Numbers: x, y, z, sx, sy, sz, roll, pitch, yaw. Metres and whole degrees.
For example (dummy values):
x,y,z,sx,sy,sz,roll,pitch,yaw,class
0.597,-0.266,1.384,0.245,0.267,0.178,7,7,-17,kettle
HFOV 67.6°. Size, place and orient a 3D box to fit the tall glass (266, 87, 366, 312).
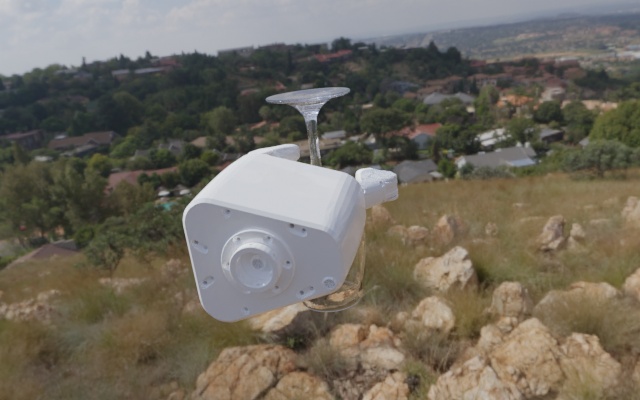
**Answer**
x,y,z,sx,sy,sz,roll,pitch,yaw,class
0.000,0.001,0.446,0.079,0.201,0.079,-6,19,2,tall glass
